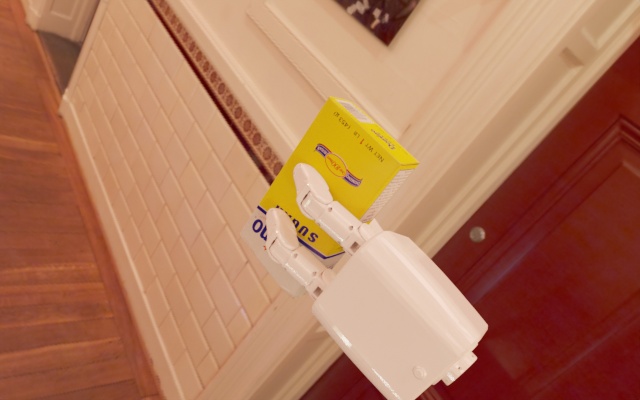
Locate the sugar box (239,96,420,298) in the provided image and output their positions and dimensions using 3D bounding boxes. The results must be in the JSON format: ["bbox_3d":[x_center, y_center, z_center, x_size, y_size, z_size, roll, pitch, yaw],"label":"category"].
[{"bbox_3d":[0.000,0.002,0.449,0.093,0.176,0.048,47,27,21],"label":"sugar box"}]
